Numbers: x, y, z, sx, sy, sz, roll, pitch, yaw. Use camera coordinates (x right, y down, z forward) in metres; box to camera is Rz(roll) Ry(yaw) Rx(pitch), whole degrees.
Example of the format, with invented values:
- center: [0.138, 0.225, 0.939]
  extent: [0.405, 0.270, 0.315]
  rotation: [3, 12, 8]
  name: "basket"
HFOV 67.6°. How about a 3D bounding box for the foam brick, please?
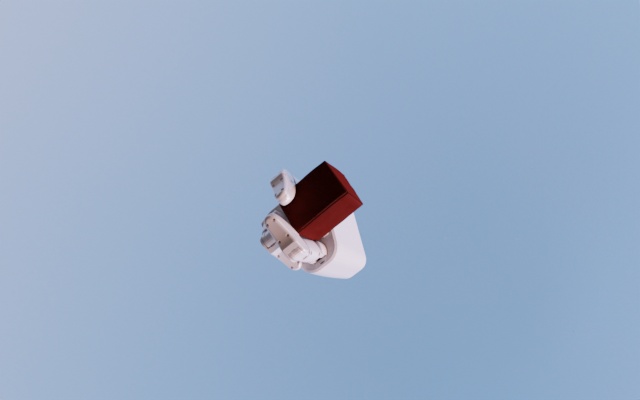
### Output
- center: [0.000, 0.002, 0.562]
  extent: [0.078, 0.053, 0.051]
  rotation: [-39, -29, 14]
  name: "foam brick"
